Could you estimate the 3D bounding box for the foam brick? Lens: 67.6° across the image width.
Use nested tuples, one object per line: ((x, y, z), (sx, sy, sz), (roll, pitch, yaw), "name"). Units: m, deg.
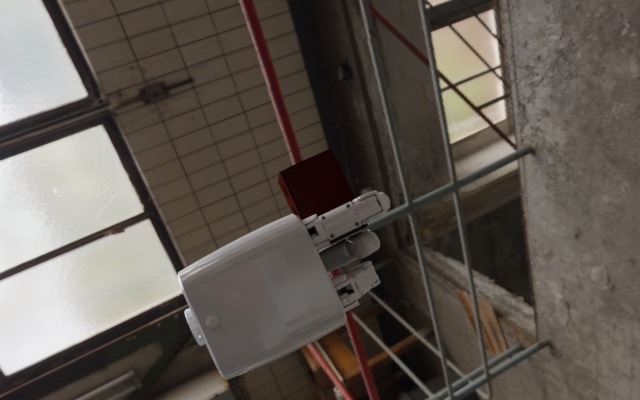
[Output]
((0.000, 0.001, 0.433), (0.051, 0.078, 0.053), (-25, -4, -8), "foam brick")
